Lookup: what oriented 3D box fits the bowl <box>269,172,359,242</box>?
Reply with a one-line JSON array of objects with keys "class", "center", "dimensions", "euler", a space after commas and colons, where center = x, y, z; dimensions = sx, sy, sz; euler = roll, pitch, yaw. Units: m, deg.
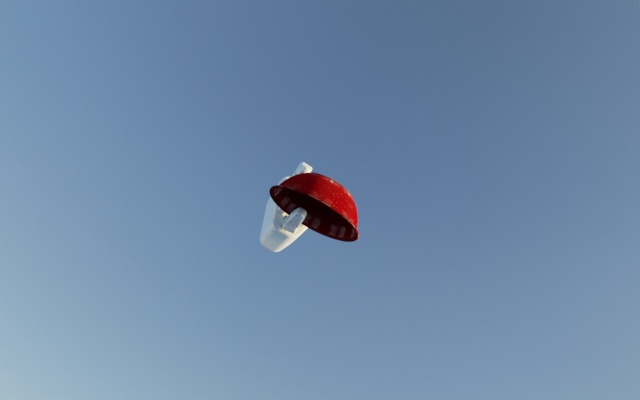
[{"class": "bowl", "center": [0.001, 0.002, 0.771], "dimensions": [0.162, 0.055, 0.162], "euler": [26, -19, 10]}]
